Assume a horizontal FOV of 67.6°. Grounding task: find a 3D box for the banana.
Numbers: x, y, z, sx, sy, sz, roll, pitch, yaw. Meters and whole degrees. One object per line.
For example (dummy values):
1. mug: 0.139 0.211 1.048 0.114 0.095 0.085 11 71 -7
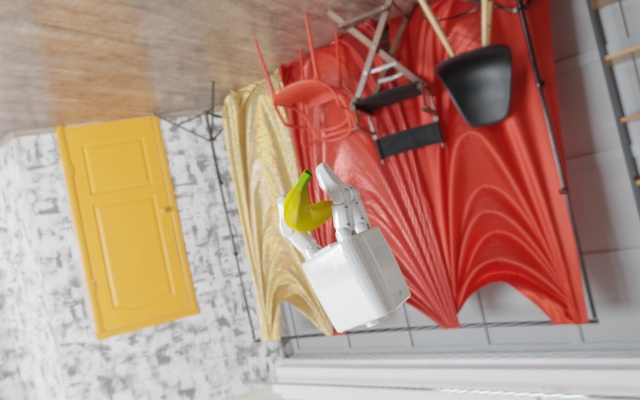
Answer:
1. banana: -0.014 0.014 0.650 0.069 0.037 0.198 -42 -14 0
